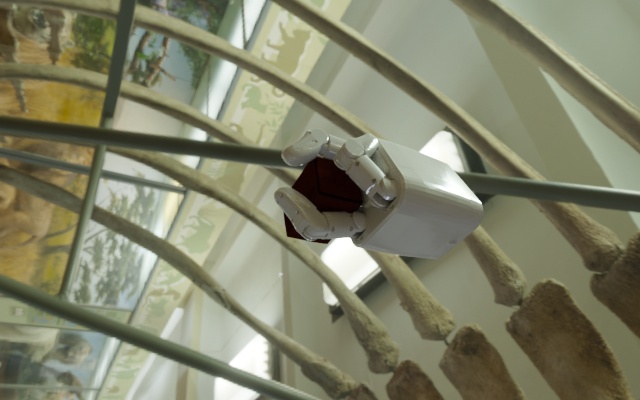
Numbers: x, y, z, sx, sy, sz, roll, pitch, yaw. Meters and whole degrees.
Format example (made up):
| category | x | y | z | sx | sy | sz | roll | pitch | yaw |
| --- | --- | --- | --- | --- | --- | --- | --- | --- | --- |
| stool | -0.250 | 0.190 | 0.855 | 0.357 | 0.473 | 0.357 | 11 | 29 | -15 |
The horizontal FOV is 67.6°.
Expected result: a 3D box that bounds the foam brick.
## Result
| category | x | y | z | sx | sy | sz | roll | pitch | yaw |
| --- | --- | --- | --- | --- | --- | --- | --- | --- | --- |
| foam brick | 0.000 | 0.002 | 0.502 | 0.051 | 0.053 | 0.078 | 13 | -42 | -26 |
